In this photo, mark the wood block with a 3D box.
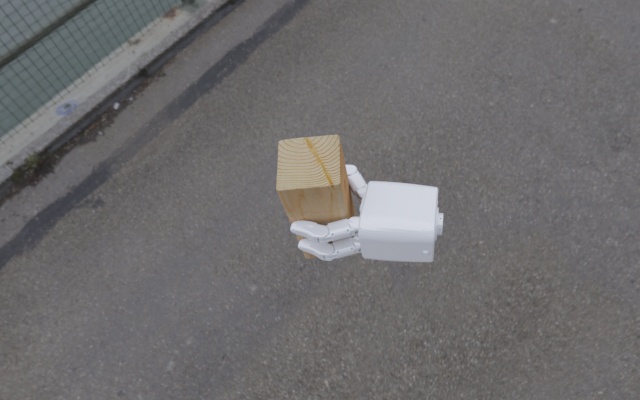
[{"bbox_3d":[0.000,0.002,0.739,0.090,0.090,0.206,-5,-34,8],"label":"wood block"}]
